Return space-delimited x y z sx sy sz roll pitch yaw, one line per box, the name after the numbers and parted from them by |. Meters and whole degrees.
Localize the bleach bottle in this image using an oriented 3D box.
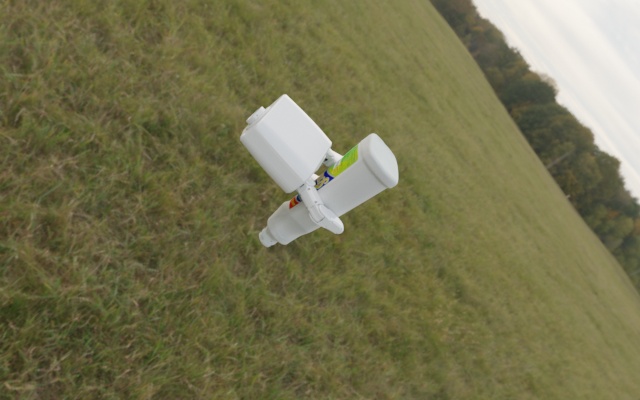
0.000 0.002 0.736 0.251 0.068 0.102 -36 19 23 | bleach bottle
